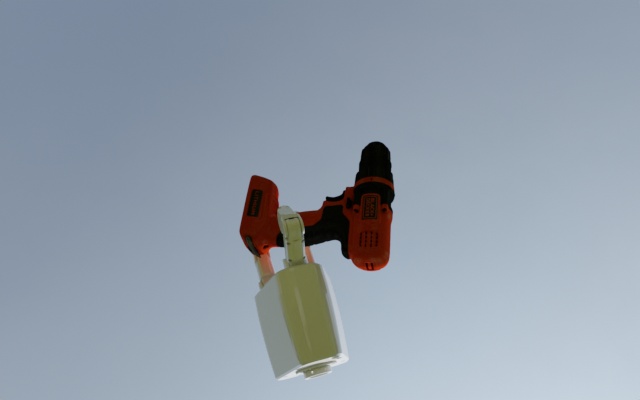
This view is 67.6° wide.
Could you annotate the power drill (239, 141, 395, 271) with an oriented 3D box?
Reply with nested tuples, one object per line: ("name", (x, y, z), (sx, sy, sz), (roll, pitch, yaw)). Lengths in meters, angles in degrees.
("power drill", (0.000, 0.002, 0.608), (0.187, 0.184, 0.057), (-3, -37, 14))
